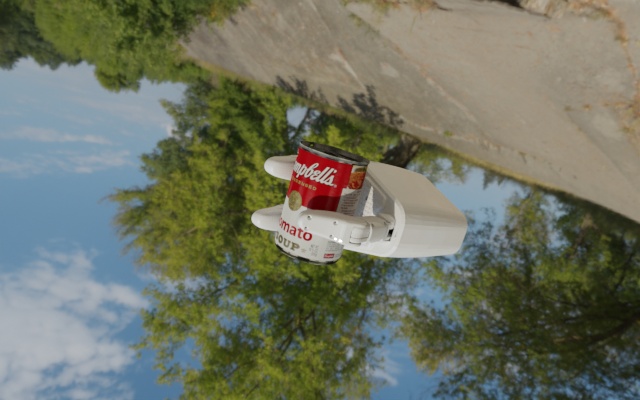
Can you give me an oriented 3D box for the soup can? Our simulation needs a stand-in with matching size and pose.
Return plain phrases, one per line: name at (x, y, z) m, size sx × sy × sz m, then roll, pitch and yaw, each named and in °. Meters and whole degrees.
soup can at (0.000, 0.002, 0.456) m, size 0.068 × 0.102 × 0.068 m, roll 15°, pitch 14°, yaw -4°
